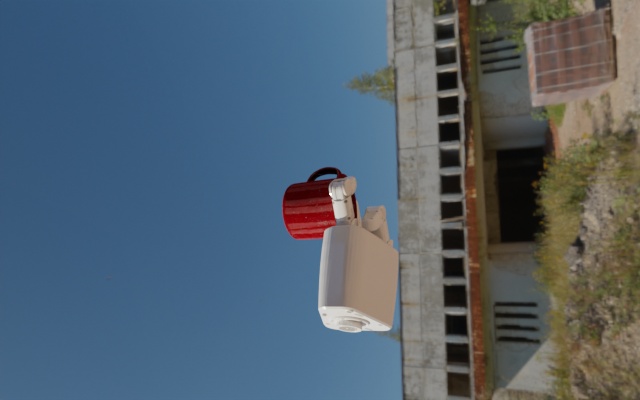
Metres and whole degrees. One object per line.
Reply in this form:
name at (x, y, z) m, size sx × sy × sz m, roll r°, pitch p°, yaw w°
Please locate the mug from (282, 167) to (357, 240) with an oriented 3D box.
mug at (0.000, 0.001, 0.679) m, size 0.081 × 0.117 × 0.093 m, roll -6°, pitch -32°, yaw 23°
